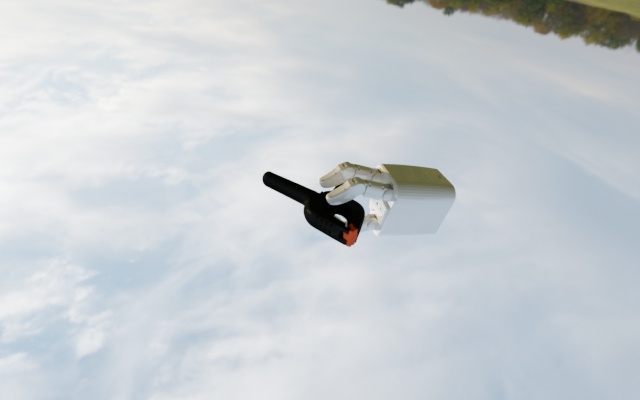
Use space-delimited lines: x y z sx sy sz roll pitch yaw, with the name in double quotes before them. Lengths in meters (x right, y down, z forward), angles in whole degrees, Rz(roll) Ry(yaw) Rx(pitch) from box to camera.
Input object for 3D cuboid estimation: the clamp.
"clamp" 0.000 0.003 0.747 0.164 0.036 0.210 0 29 -15
